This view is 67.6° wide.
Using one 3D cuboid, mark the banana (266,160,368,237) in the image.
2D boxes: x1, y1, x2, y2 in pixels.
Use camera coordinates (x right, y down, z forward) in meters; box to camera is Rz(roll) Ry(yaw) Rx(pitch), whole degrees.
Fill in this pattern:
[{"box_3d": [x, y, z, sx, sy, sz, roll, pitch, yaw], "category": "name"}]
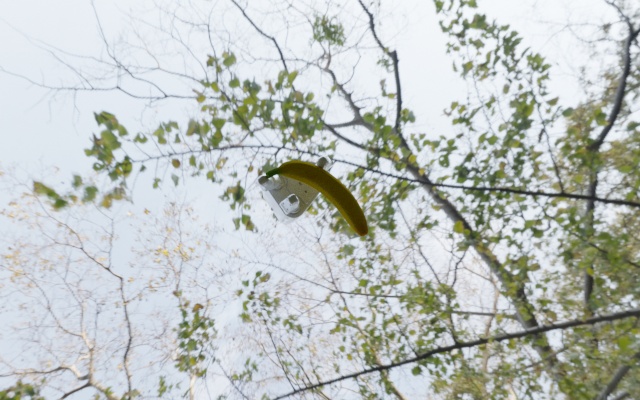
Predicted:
[{"box_3d": [0.006, -0.015, 0.810, 0.198, 0.069, 0.037, 31, -18, -4], "category": "banana"}]
